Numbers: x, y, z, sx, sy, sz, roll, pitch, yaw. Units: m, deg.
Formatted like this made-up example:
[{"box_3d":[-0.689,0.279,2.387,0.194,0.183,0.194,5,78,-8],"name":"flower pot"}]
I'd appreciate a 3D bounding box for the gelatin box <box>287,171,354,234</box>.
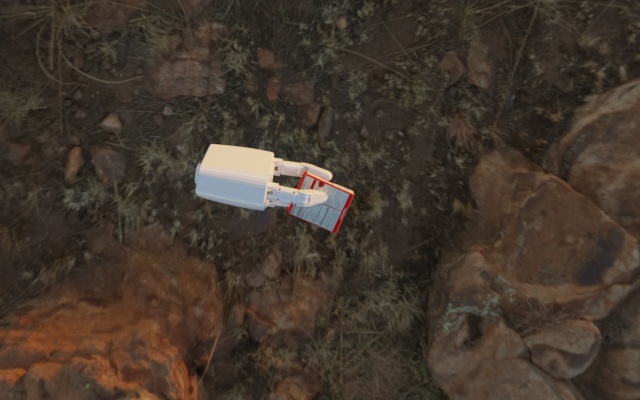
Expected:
[{"box_3d":[0.000,0.003,0.779,0.089,0.073,0.030,23,11,-5],"name":"gelatin box"}]
